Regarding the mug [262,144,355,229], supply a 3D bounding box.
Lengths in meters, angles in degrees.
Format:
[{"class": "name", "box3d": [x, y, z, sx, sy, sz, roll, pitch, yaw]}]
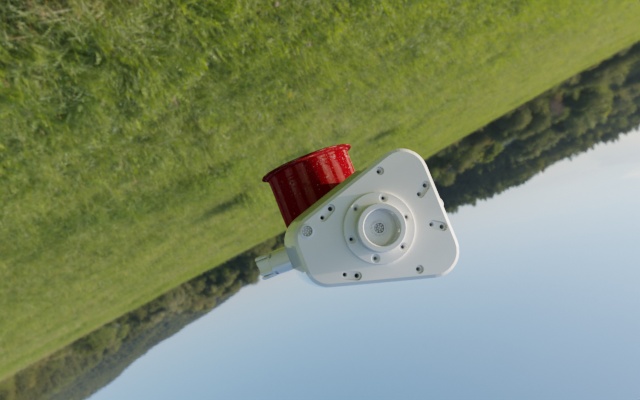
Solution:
[{"class": "mug", "box3d": [0.000, 0.002, 0.478, 0.093, 0.081, 0.117, -21, -4, -5]}]
